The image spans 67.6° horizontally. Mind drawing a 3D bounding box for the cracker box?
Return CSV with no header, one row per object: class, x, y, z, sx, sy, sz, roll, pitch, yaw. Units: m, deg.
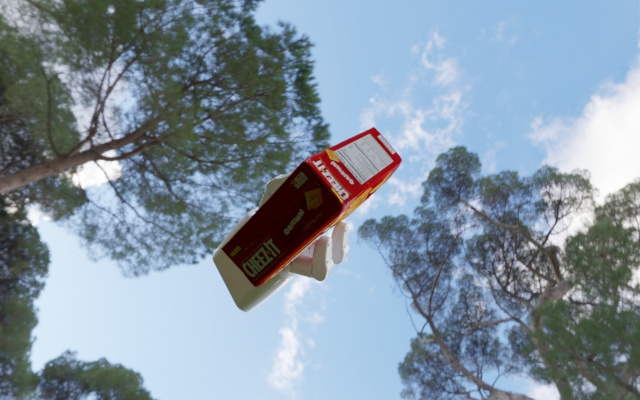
cracker box,0.000,0.002,0.601,0.164,0.072,0.213,-44,-5,31
